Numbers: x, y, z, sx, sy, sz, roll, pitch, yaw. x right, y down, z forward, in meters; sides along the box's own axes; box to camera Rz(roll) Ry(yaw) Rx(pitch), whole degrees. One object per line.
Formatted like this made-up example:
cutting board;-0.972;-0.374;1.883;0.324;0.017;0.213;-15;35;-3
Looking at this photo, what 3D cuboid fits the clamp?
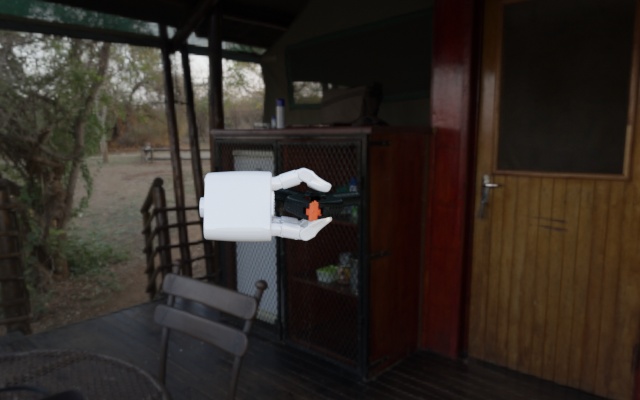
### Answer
clamp;0.000;0.002;0.791;0.164;0.036;0.210;2;8;-7
